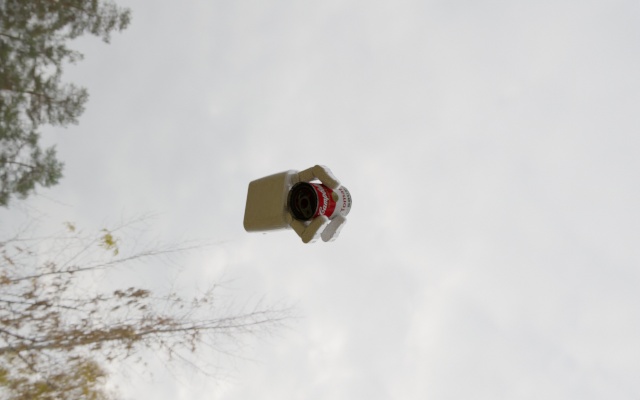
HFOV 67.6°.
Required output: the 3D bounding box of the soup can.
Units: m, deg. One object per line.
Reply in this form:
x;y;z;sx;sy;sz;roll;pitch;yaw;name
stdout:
0.001;0.003;0.837;0.068;0.068;0.102;0;-1;38;soup can
